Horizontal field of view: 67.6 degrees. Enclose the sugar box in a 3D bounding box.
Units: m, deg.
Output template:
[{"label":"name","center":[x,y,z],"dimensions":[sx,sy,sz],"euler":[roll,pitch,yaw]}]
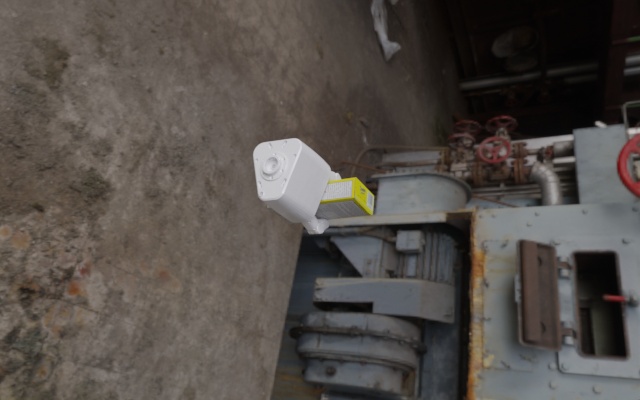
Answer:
[{"label":"sugar box","center":[0.000,0.002,0.873],"dimensions":[0.176,0.048,0.093],"euler":[-4,-23,26]}]
